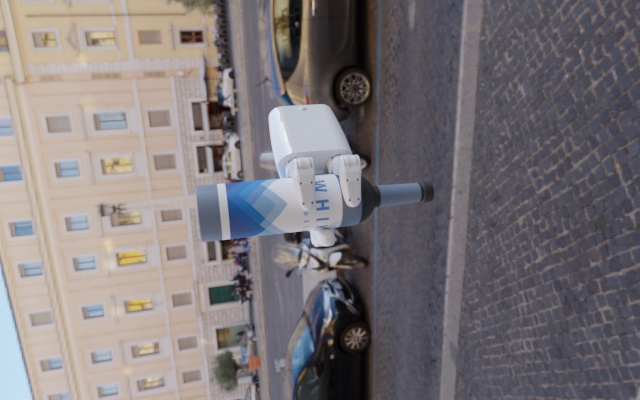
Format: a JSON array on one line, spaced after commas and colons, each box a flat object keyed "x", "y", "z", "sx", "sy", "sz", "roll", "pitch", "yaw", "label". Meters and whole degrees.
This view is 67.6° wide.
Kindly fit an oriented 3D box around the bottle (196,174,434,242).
[{"x": 0.000, "y": 0.002, "z": 0.592, "sx": 0.296, "sy": 0.069, "sz": 0.069, "roll": -6, "pitch": 1, "yaw": -13, "label": "bottle"}]
